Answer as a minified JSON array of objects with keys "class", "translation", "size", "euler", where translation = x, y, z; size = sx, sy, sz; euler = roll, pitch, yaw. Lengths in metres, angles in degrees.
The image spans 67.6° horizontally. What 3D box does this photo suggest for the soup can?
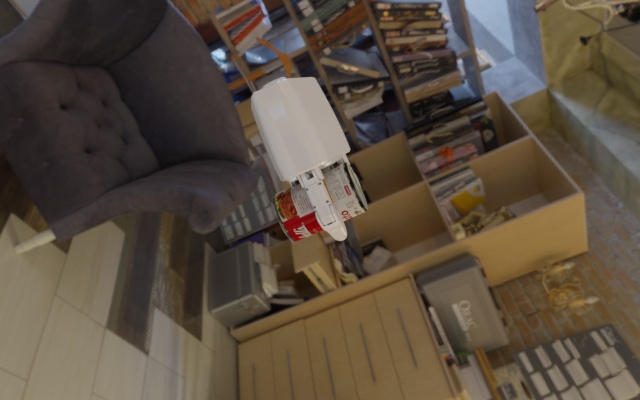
[{"class":"soup can","translation":[0.001,0.002,0.599],"size":[0.102,0.068,0.068],"euler":[-24,-5,10]}]
